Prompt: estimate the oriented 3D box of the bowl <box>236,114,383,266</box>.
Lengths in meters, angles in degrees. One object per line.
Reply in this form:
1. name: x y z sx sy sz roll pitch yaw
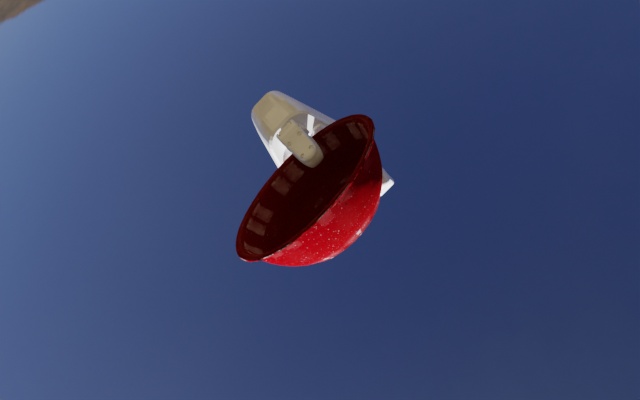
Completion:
1. bowl: 0.000 0.002 0.418 0.055 0.162 0.162 43 -19 -22
